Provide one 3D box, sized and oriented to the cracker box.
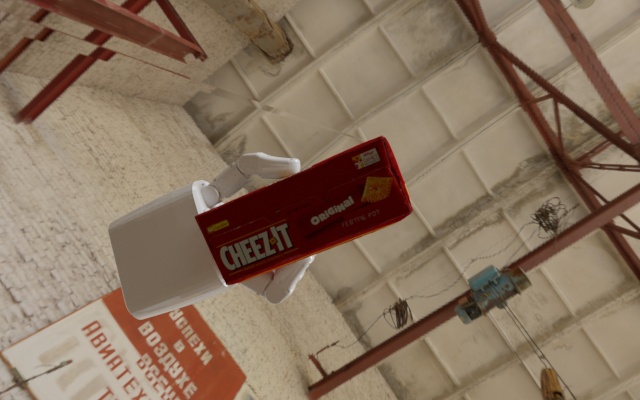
[{"bbox_3d":[0.000,0.001,0.468,0.164,0.072,0.213,-23,3,10],"label":"cracker box"}]
